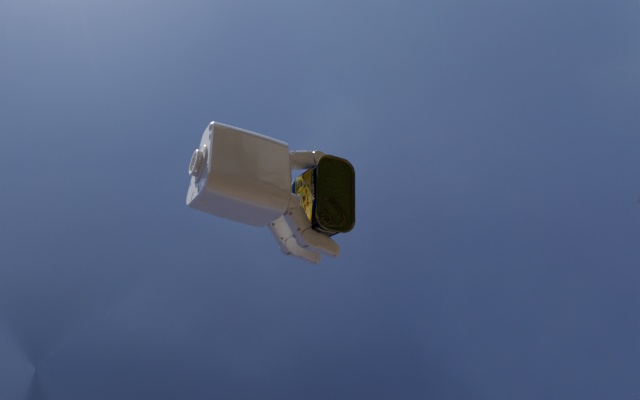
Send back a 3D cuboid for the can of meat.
[{"bbox_3d":[0.000,0.002,0.641,0.057,0.102,0.084,12,-22,-28],"label":"can of meat"}]
